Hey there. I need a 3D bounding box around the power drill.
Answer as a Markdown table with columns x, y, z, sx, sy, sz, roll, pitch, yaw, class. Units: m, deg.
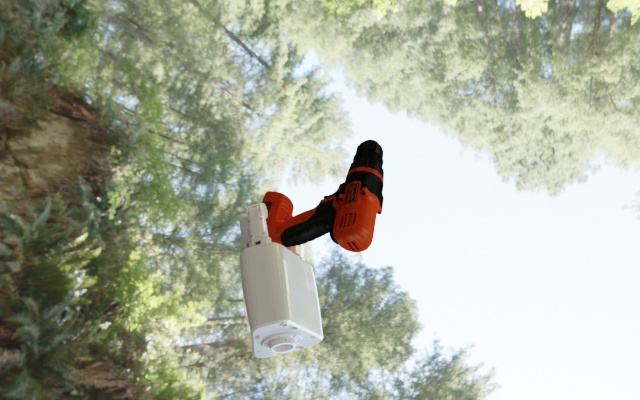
| x | y | z | sx | sy | sz | roll | pitch | yaw | class |
| --- | --- | --- | --- | --- | --- | --- | --- | --- | --- |
| 0.000 | 0.003 | 0.664 | 0.188 | 0.184 | 0.057 | -18 | -51 | 32 | power drill |
